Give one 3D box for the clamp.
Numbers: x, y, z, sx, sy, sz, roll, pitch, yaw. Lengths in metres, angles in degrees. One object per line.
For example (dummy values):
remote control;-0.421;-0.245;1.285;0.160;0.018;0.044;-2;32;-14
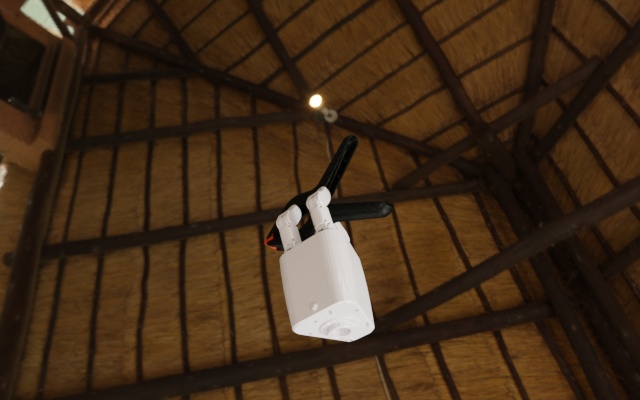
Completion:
clamp;0.000;0.003;0.718;0.210;0.164;0.036;-32;-44;22
